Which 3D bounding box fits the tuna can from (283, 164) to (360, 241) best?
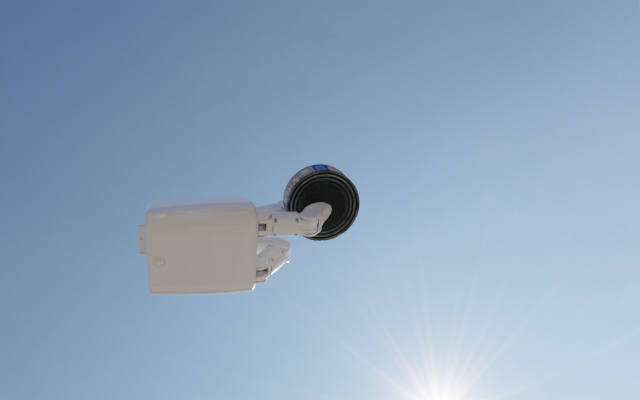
[{"bbox_3d":[0.000,0.002,0.559,0.086,0.086,0.033,0,20,-15],"label":"tuna can"}]
